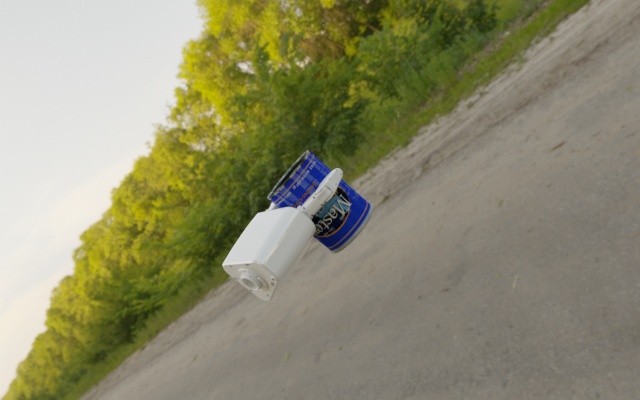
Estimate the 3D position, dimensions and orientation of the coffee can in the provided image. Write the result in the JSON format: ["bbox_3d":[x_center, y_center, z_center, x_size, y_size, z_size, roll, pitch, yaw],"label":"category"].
[{"bbox_3d":[0.000,0.002,0.772,0.140,0.103,0.103,40,-8,-10],"label":"coffee can"}]
